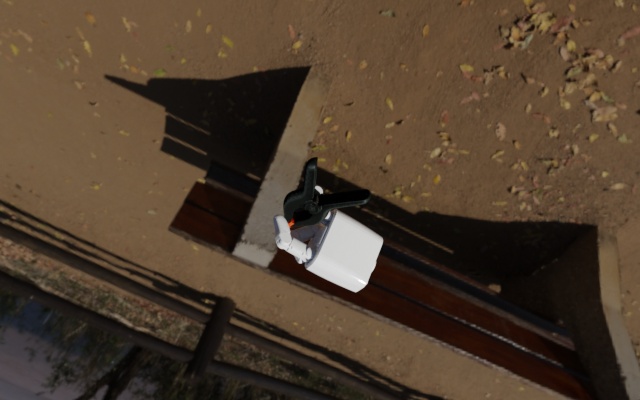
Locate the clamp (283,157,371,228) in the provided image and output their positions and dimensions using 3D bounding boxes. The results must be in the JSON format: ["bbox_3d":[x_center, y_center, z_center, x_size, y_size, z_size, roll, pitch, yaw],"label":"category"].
[{"bbox_3d":[0.000,0.003,0.798,0.120,0.039,0.171,29,-39,-11],"label":"clamp"}]
